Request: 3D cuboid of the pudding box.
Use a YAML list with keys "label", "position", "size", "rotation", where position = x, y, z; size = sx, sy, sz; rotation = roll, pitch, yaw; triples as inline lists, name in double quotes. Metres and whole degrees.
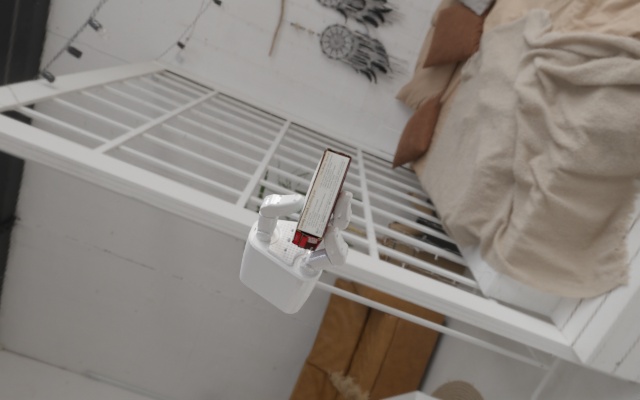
- label: "pudding box"
  position: [0.000, 0.002, 0.602]
  size: [0.039, 0.113, 0.090]
  rotation: [19, -16, -3]
